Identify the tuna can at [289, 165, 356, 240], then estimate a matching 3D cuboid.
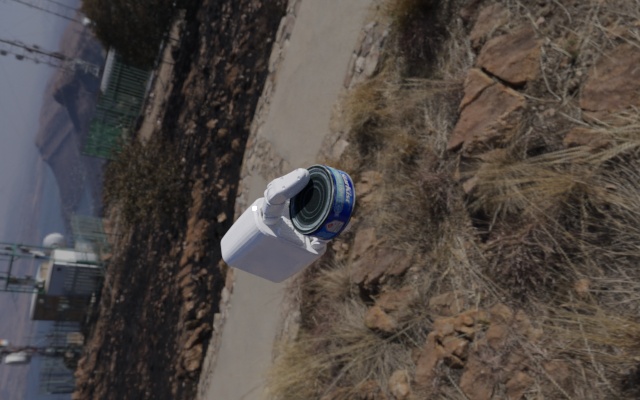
[{"bbox_3d":[0.000,0.002,0.559,0.034,0.086,0.086,16,-10,-37],"label":"tuna can"}]
